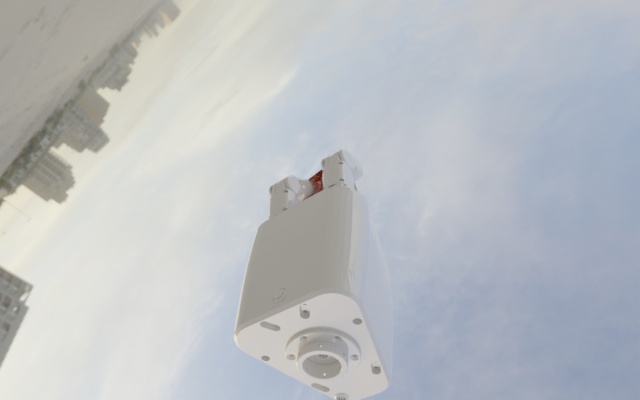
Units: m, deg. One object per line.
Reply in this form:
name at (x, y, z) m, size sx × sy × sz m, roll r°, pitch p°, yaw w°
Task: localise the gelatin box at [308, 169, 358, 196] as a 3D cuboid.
gelatin box at (0.000, 0.002, 0.471) m, size 0.073 × 0.030 × 0.089 m, roll -36°, pitch 22°, yaw 11°
